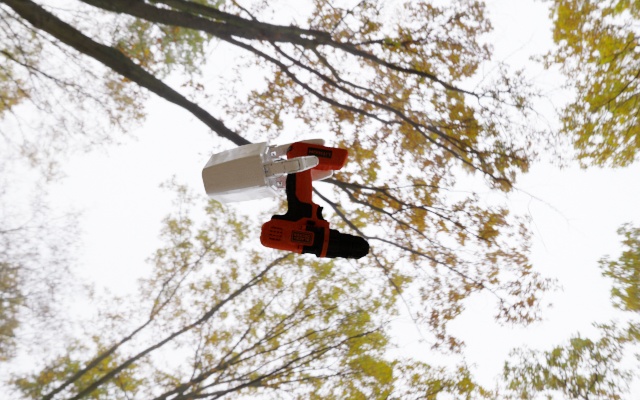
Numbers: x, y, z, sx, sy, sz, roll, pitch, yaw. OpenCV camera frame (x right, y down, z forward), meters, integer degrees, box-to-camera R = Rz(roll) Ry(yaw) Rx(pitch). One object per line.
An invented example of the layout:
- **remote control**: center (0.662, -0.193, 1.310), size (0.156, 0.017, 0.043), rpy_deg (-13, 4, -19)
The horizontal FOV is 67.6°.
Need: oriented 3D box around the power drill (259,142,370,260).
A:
- **power drill**: center (0.000, 0.002, 0.806), size (0.184, 0.187, 0.057), rpy_deg (9, -14, -8)
